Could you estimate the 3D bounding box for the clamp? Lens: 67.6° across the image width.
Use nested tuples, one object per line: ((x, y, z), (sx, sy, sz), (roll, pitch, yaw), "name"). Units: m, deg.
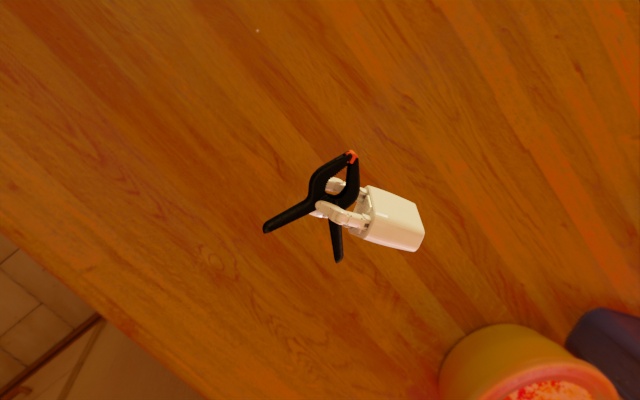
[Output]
((0.001, 0.003, 0.854), (0.164, 0.210, 0.036), (17, 16, -18), "clamp")
